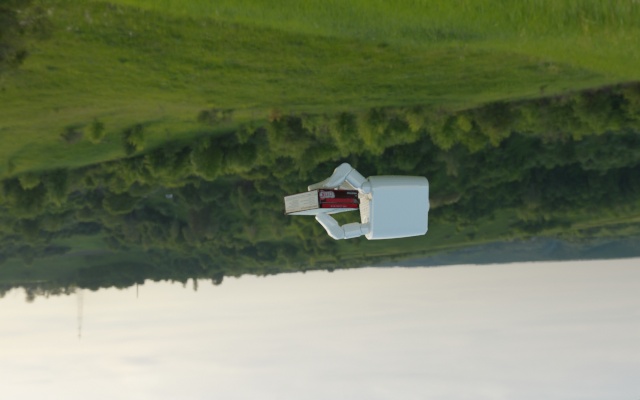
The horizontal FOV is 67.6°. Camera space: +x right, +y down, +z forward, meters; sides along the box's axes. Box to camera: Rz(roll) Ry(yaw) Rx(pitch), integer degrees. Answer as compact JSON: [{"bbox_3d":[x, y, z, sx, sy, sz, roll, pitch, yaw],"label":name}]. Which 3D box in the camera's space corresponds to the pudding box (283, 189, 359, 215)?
[{"bbox_3d":[0.000,0.003,0.852,0.090,0.039,0.113,2,-9,-36],"label":"pudding box"}]
